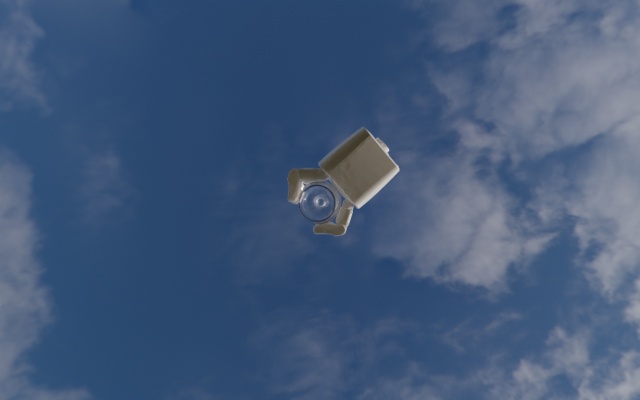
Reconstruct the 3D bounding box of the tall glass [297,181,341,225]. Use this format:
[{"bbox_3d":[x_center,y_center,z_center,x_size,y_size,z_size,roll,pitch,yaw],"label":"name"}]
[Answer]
[{"bbox_3d":[0.000,0.003,0.888,0.079,0.079,0.201,0,1,4],"label":"tall glass"}]
